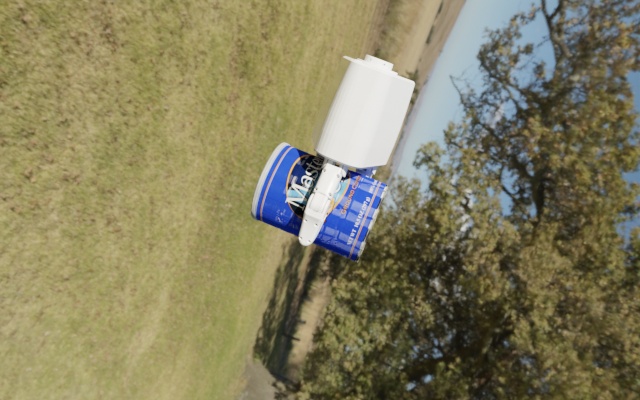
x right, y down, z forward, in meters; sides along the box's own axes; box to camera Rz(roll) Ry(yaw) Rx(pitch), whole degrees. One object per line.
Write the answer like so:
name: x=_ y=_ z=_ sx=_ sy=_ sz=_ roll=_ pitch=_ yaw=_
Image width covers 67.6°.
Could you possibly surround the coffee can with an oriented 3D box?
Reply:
coffee can: x=0.000 y=0.002 z=0.586 sx=0.140 sy=0.103 sz=0.103 roll=22 pitch=3 yaw=7
